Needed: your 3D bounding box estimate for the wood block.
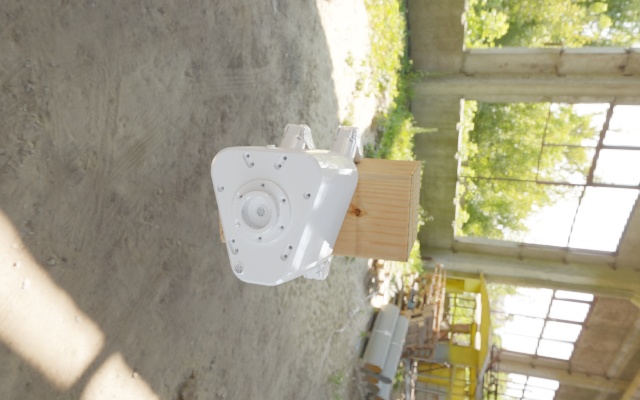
[{"bbox_3d":[0.000,0.002,0.527,0.206,0.091,0.090,5,17,17],"label":"wood block"}]
